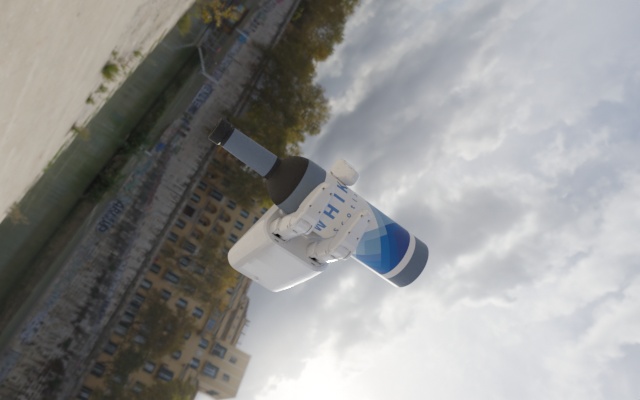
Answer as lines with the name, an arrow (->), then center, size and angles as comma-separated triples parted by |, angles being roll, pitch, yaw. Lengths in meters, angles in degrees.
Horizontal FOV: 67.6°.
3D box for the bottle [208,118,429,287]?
bottle -> 0.000, 0.002, 0.561 | 0.296, 0.069, 0.069 | 35, -13, -19
